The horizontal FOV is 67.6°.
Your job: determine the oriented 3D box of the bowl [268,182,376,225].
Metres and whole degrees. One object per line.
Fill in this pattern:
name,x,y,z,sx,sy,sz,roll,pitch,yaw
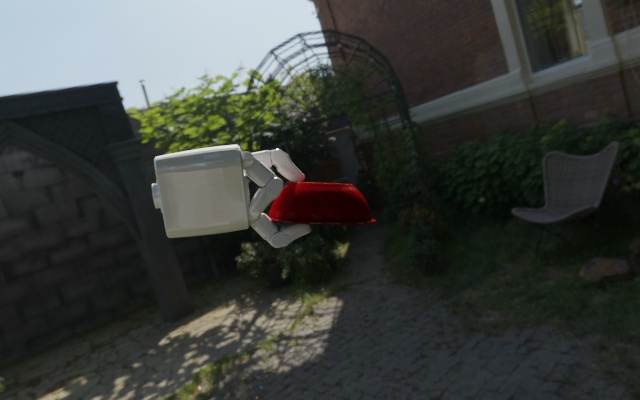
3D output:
bowl,0.001,0.002,0.689,0.162,0.055,0.162,2,1,0
